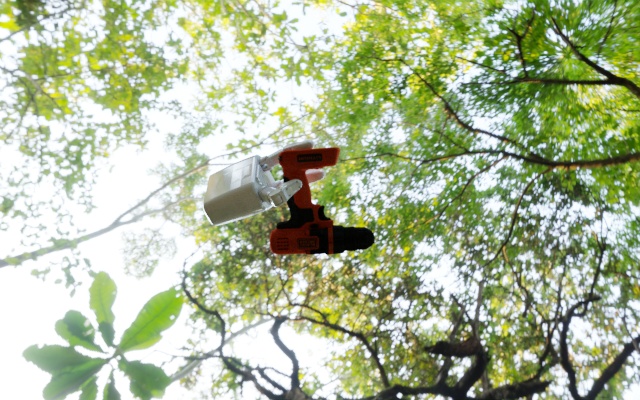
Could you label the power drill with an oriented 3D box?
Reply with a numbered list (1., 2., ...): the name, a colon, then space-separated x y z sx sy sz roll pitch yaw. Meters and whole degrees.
1. power drill: 0.000 0.002 0.828 0.184 0.187 0.057 -3 5 -2
